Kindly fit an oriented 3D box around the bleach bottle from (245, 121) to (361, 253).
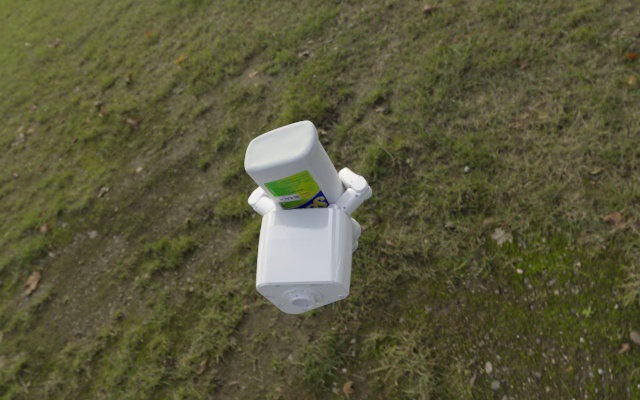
[{"bbox_3d":[0.000,0.002,0.673,0.102,0.068,0.251,-14,-40,22],"label":"bleach bottle"}]
